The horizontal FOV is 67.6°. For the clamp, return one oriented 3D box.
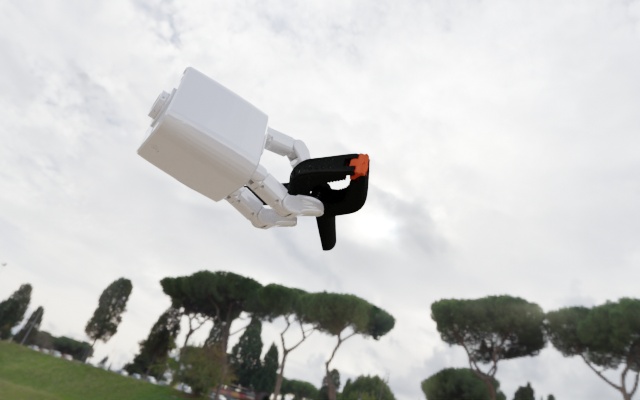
[{"bbox_3d":[0.000,0.001,0.587,0.164,0.036,0.210,32,-34,-25],"label":"clamp"}]
